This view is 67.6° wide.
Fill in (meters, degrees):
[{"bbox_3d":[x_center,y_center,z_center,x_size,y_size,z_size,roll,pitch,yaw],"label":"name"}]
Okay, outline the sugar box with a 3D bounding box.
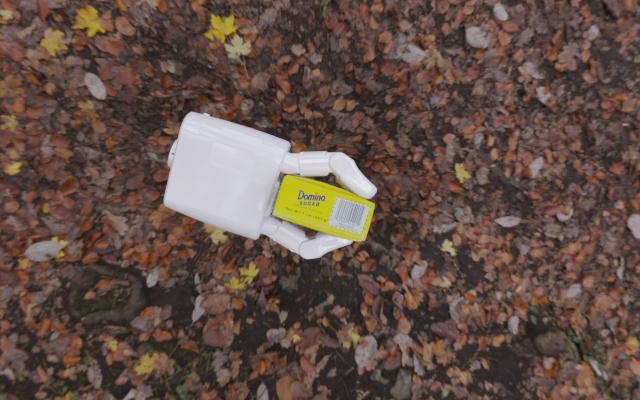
[{"bbox_3d":[0.000,0.001,0.533,0.093,0.048,0.176,18,6,-4],"label":"sugar box"}]
